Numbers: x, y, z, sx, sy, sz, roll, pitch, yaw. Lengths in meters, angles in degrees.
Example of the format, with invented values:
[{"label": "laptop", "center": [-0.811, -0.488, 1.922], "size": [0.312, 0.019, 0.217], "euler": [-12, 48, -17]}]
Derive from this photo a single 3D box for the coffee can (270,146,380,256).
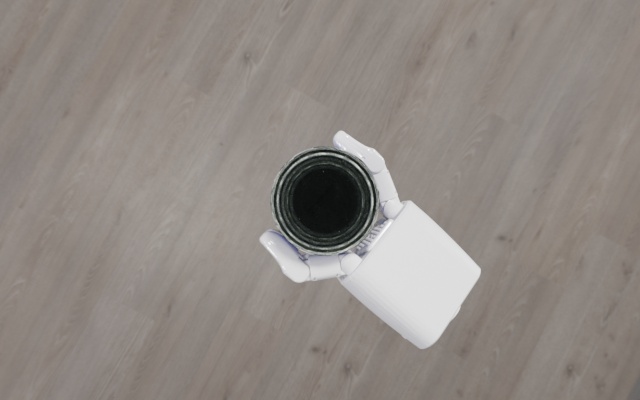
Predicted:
[{"label": "coffee can", "center": [0.000, 0.002, 0.511], "size": [0.103, 0.103, 0.140], "euler": [0, -1, -4]}]
